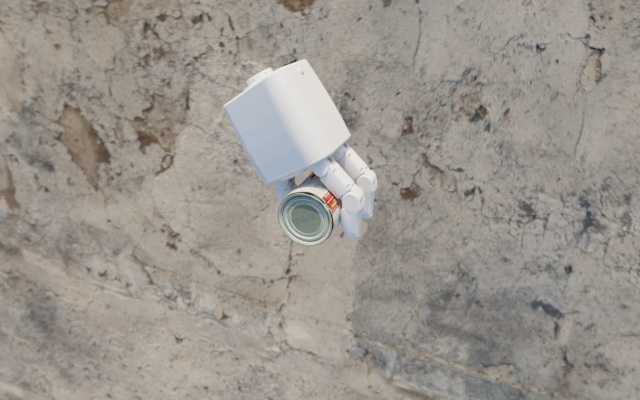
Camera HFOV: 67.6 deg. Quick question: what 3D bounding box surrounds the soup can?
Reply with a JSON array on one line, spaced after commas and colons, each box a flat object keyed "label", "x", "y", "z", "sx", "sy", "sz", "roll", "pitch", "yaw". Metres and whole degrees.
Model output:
[{"label": "soup can", "x": 0.000, "y": 0.002, "z": 0.567, "sx": 0.068, "sy": 0.068, "sz": 0.102, "roll": 0, "pitch": 23, "yaw": 22}]
